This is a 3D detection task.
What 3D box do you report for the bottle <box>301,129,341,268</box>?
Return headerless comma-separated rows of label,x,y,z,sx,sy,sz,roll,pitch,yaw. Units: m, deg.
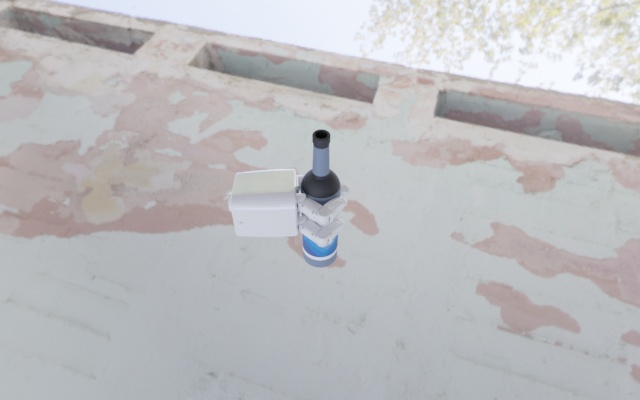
bottle,0.000,0.003,0.818,0.069,0.069,0.296,0,-43,-1
